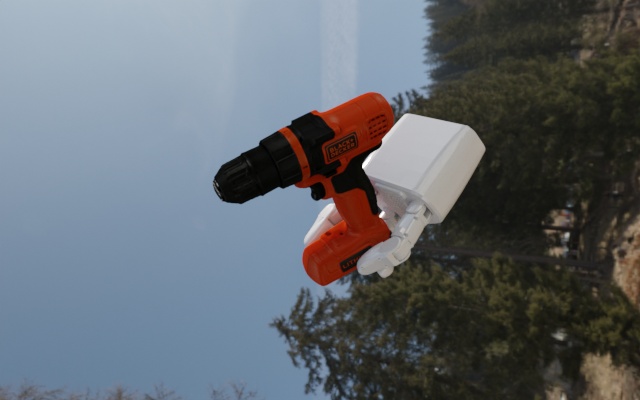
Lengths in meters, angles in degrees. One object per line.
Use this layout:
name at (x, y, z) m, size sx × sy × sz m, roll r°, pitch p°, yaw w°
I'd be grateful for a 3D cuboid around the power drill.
power drill at (0.000, 0.002, 0.488) m, size 0.184 × 0.188 × 0.057 m, roll -27°, pitch 43°, yaw -14°
